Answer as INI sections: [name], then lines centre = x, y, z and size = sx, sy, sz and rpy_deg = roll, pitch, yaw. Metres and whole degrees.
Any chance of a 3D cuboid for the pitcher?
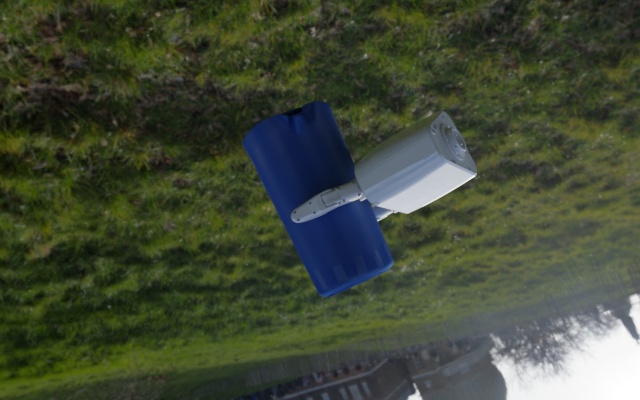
[pitcher]
centre = 0.000, 0.002, 0.655
size = 0.145, 0.242, 0.149
rpy_deg = -31, -12, 32
